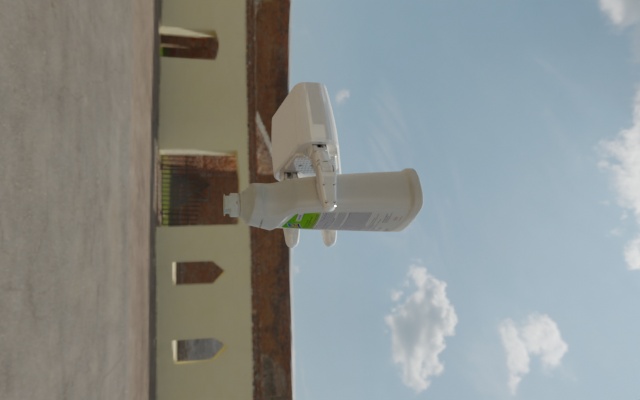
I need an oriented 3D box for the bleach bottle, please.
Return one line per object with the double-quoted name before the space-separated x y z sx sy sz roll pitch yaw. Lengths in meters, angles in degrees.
"bleach bottle" 0.000 0.002 0.632 0.251 0.068 0.103 0 -29 -14
